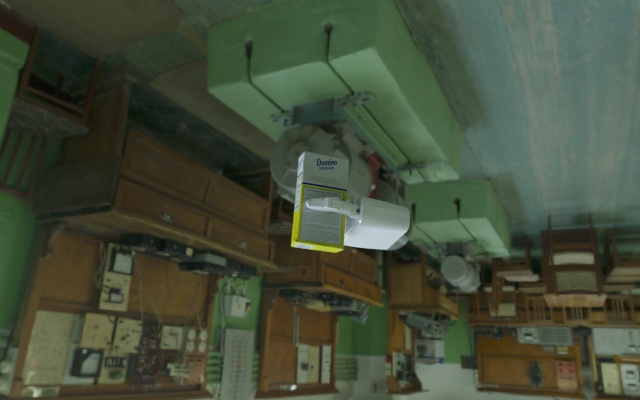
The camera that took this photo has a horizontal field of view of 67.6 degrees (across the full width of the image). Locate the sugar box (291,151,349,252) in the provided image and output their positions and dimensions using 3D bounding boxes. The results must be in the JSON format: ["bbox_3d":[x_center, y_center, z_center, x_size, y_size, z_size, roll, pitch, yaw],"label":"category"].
[{"bbox_3d":[0.000,0.003,0.894,0.093,0.176,0.048,10,-19,-17],"label":"sugar box"}]
